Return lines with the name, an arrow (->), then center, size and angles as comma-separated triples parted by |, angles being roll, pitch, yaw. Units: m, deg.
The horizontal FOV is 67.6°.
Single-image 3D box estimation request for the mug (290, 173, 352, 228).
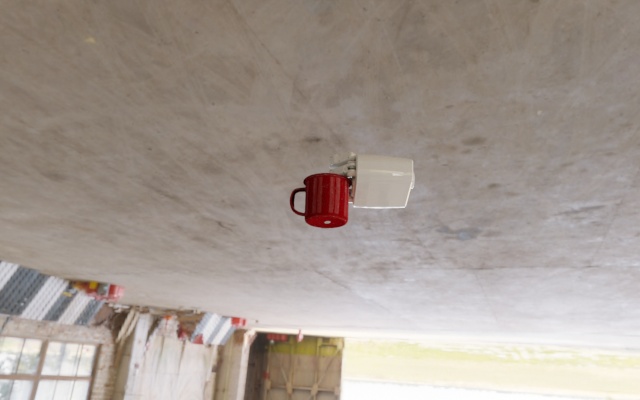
mug -> -0.001, 0.003, 0.897 | 0.117, 0.081, 0.093 | 1, -20, 2
